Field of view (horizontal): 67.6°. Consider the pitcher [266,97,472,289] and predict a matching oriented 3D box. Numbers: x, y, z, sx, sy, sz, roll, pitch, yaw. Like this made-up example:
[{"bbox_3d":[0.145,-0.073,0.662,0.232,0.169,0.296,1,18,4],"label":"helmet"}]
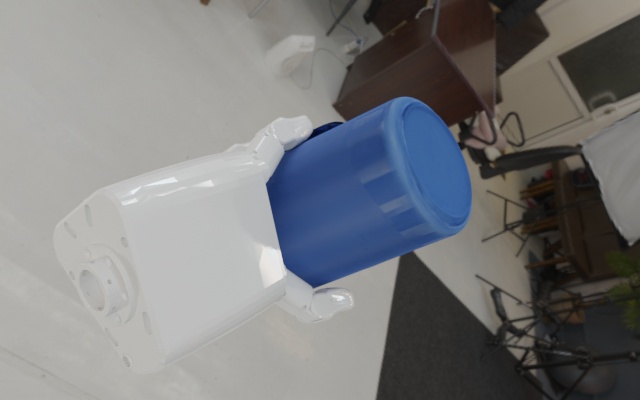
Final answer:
[{"bbox_3d":[0.000,0.001,0.421,0.243,0.149,0.145,-25,-3,39],"label":"pitcher"}]
